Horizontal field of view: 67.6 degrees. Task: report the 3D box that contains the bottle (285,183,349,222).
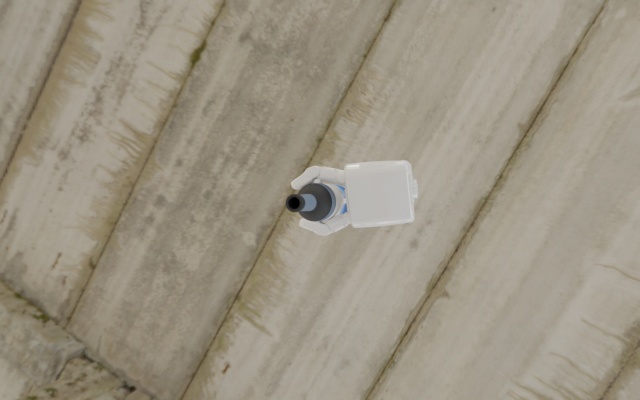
[{"bbox_3d":[0.000,0.003,0.849,0.069,0.069,0.296,0,0,16],"label":"bottle"}]
